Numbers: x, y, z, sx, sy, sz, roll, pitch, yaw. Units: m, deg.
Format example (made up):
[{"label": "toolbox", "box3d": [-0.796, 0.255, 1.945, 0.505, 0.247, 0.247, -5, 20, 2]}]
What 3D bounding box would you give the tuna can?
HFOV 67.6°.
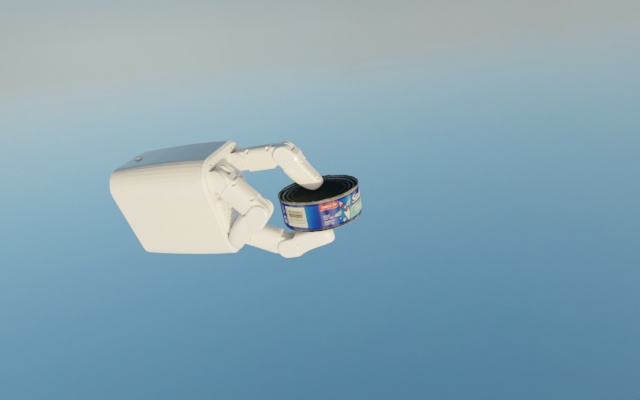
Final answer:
[{"label": "tuna can", "box3d": [0.000, 0.002, 0.504, 0.086, 0.034, 0.086, -10, 19, 3]}]
